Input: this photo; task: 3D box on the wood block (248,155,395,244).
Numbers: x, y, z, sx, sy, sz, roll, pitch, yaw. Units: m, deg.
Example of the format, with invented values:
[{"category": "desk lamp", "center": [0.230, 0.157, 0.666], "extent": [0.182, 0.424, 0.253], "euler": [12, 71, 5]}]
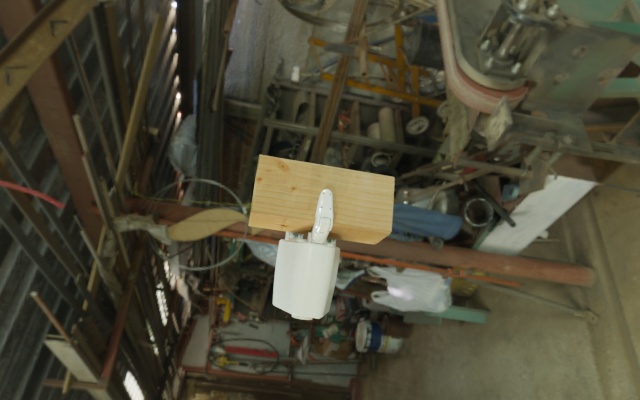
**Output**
[{"category": "wood block", "center": [0.000, 0.003, 0.733], "extent": [0.206, 0.090, 0.091], "euler": [9, -18, -8]}]
